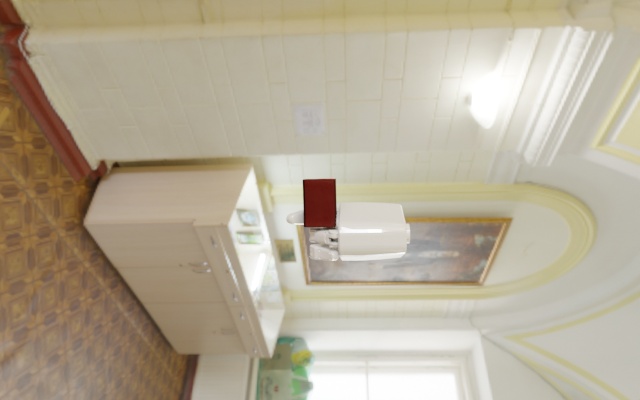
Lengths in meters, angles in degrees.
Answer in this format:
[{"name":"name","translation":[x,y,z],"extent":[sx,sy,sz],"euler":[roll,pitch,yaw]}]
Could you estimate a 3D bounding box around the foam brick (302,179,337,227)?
[{"name":"foam brick","translation":[0.000,0.002,0.780],"extent":[0.051,0.078,0.053],"euler":[-1,6,6]}]
